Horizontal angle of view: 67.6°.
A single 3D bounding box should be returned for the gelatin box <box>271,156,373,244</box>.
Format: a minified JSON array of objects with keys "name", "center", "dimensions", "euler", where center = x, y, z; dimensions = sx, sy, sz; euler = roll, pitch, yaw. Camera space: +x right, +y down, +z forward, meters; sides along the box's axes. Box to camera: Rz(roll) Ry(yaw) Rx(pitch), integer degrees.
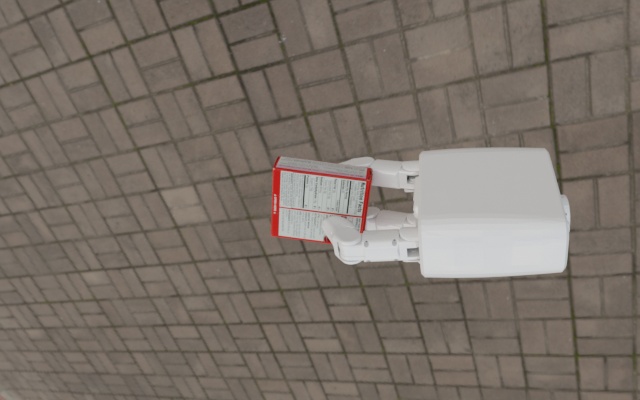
[{"name":"gelatin box","center":[0.000,0.002,0.442],"dimensions":[0.089,0.073,0.030],"euler":[7,30,4]}]
